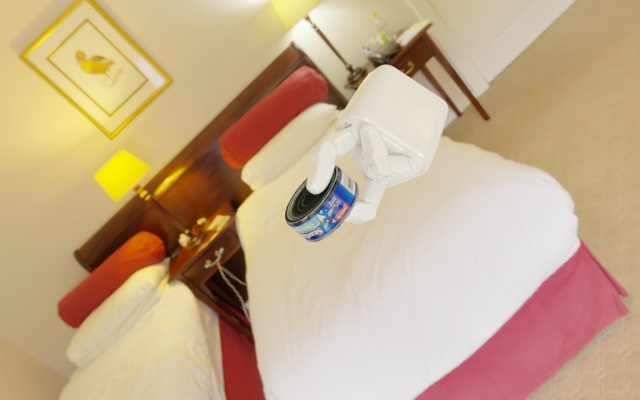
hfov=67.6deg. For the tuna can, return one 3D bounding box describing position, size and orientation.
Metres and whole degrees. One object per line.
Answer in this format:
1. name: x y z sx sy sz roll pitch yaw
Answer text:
1. tuna can: 0.000 0.001 0.529 0.034 0.086 0.086 41 -19 -23
